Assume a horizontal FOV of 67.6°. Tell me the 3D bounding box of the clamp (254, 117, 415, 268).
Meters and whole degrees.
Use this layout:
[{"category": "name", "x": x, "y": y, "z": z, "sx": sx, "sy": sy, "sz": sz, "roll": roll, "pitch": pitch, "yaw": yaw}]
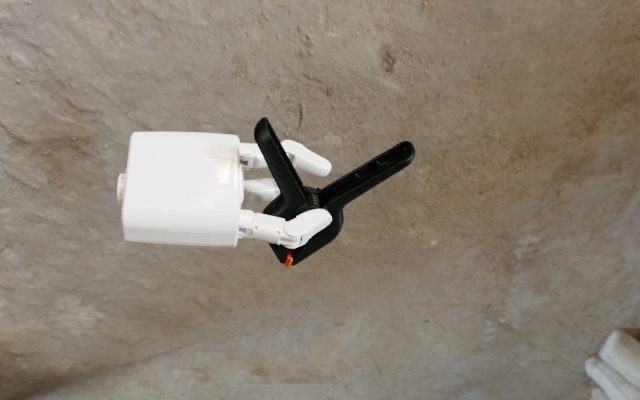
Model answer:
[{"category": "clamp", "x": 0.000, "y": 0.003, "z": 0.519, "sx": 0.164, "sy": 0.036, "sz": 0.210, "roll": 2, "pitch": -43, "yaw": -14}]
